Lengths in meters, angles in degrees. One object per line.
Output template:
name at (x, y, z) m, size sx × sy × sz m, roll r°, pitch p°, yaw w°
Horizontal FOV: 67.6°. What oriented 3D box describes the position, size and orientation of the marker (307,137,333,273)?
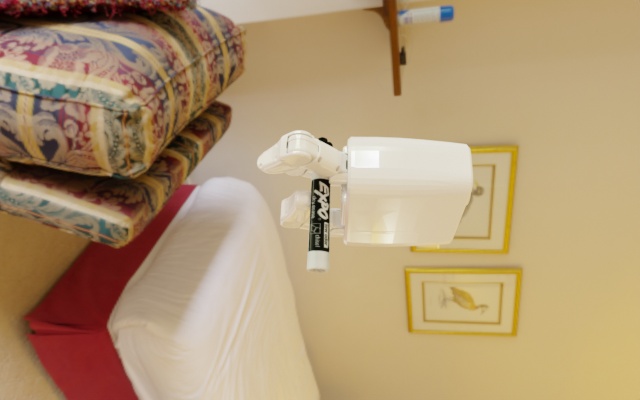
marker at (0.000, 0.001, 0.412) m, size 0.020 × 0.121 × 0.020 m, roll 2°, pitch -20°, yaw 1°
